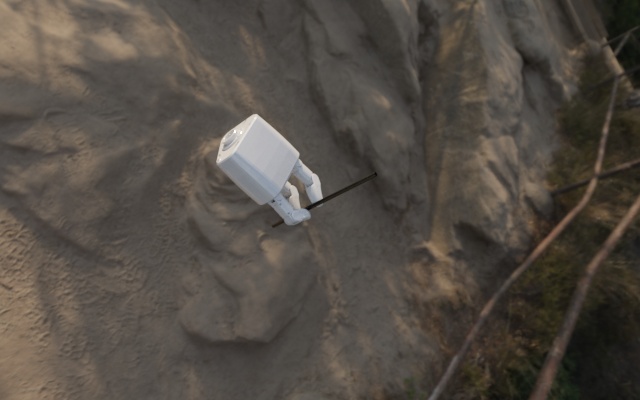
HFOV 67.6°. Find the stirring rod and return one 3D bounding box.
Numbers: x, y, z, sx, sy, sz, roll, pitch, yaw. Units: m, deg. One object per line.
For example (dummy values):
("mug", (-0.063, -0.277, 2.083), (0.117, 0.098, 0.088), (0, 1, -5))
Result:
("stirring rod", (0.000, 0.003, 0.844), (0.239, 0.011, 0.011), (-27, -15, 33))
